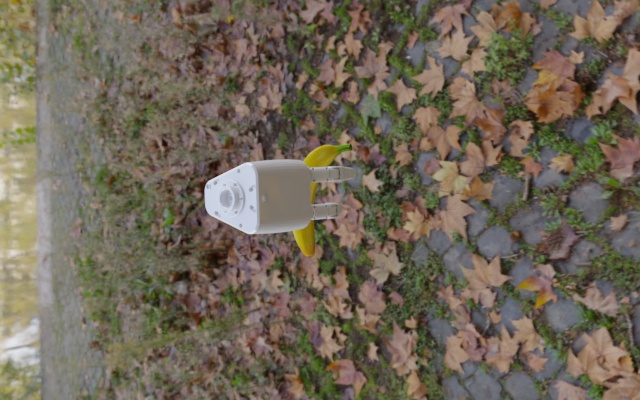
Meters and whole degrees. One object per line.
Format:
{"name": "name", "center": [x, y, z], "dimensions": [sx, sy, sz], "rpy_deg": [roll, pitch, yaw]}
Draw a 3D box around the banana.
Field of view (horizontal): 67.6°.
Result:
{"name": "banana", "center": [-0.014, -0.008, 0.767], "dimensions": [0.069, 0.198, 0.037], "rpy_deg": [26, 17, 22]}
